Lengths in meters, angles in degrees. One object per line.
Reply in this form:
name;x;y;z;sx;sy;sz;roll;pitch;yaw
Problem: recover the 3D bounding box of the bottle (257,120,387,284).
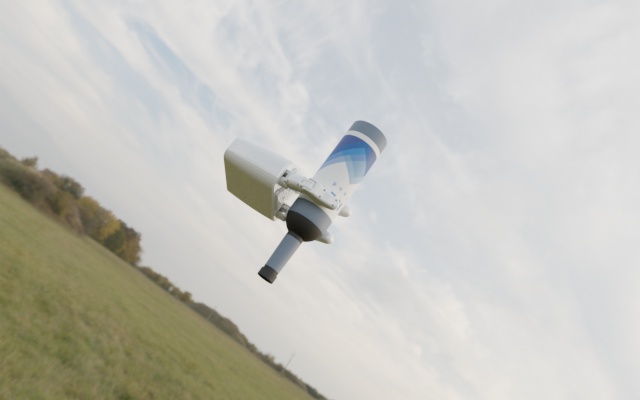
bottle;0.000;0.002;0.747;0.069;0.295;0.069;32;-19;13
